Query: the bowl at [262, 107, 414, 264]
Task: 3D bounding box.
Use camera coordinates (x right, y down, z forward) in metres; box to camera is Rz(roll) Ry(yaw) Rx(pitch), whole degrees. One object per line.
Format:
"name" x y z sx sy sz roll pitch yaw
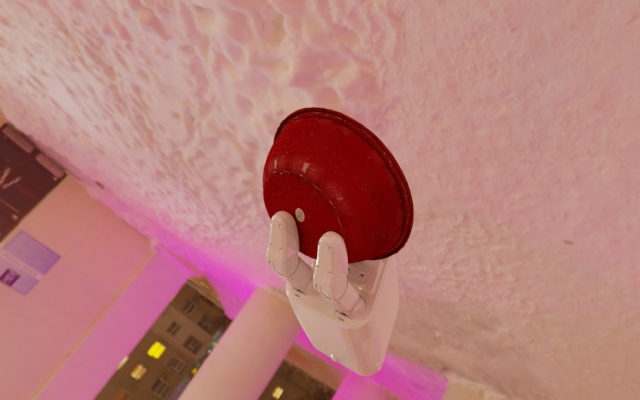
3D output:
"bowl" -0.001 0.000 0.428 0.162 0.162 0.055 0 30 46
